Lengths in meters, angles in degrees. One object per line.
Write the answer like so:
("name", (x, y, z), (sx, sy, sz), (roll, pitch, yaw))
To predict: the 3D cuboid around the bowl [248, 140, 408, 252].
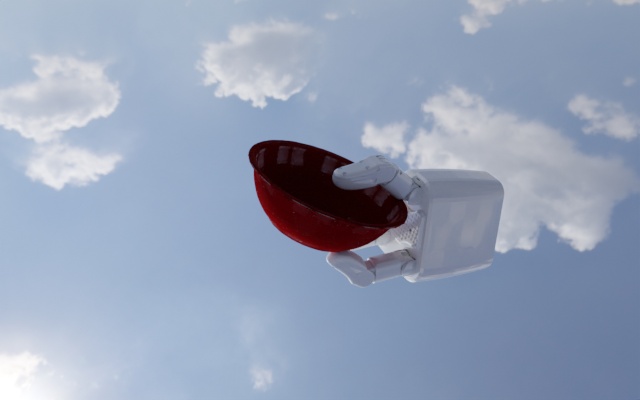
("bowl", (-0.001, 0.002, 0.463), (0.162, 0.055, 0.162), (20, 23, -9))
